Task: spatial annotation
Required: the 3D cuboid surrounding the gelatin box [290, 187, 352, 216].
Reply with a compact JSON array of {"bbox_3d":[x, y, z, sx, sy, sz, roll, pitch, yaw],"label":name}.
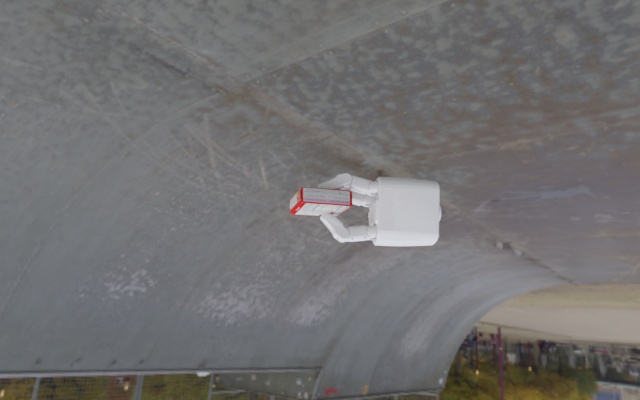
[{"bbox_3d":[0.000,0.003,0.801,0.089,0.030,0.073,3,-17,-18],"label":"gelatin box"}]
